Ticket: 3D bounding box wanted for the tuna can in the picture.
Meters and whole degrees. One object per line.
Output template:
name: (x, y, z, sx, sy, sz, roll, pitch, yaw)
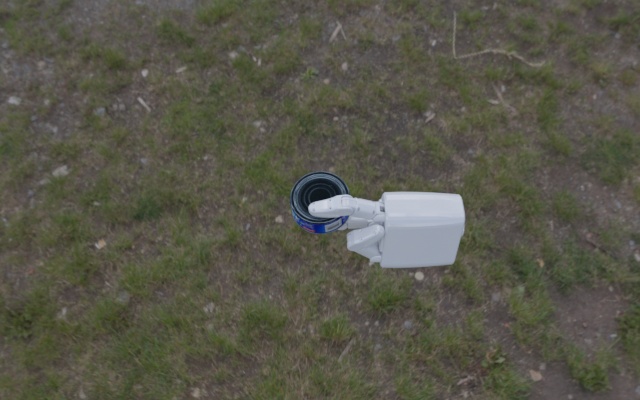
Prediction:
tuna can: (0.000, 0.002, 0.672, 0.086, 0.086, 0.034, 0, -28, 4)
